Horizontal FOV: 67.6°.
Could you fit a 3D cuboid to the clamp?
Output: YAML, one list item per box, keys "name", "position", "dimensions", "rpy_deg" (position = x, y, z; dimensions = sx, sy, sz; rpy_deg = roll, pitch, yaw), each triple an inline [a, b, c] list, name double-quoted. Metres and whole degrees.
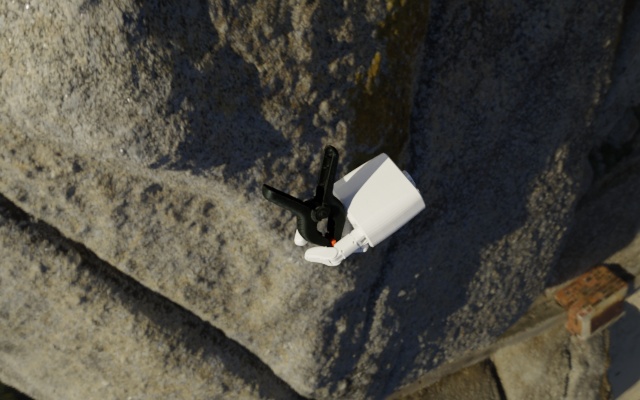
- name: "clamp"
  position: [0.000, 0.003, 0.699]
  dimensions: [0.120, 0.172, 0.039]
  rpy_deg: [-35, 43, -1]
